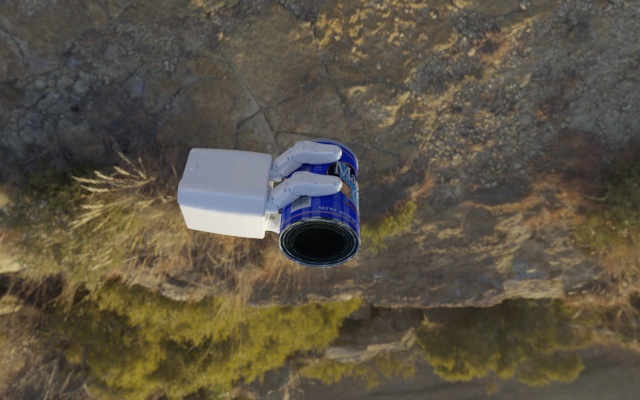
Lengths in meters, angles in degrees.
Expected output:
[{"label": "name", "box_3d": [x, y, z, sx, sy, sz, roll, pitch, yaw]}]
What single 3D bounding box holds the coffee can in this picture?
[{"label": "coffee can", "box_3d": [0.000, 0.002, 0.632, 0.103, 0.140, 0.103, 1, -41, 1]}]
